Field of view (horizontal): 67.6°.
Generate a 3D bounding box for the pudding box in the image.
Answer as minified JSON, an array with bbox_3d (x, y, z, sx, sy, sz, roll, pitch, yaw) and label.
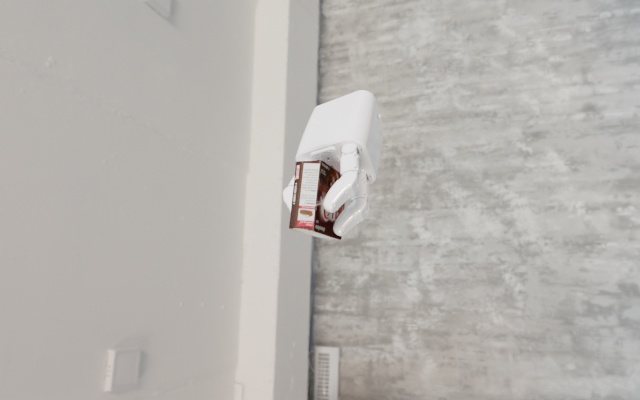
[{"bbox_3d":[0.000,0.002,0.632,0.039,0.090,0.113,1,-9,23],"label":"pudding box"}]
